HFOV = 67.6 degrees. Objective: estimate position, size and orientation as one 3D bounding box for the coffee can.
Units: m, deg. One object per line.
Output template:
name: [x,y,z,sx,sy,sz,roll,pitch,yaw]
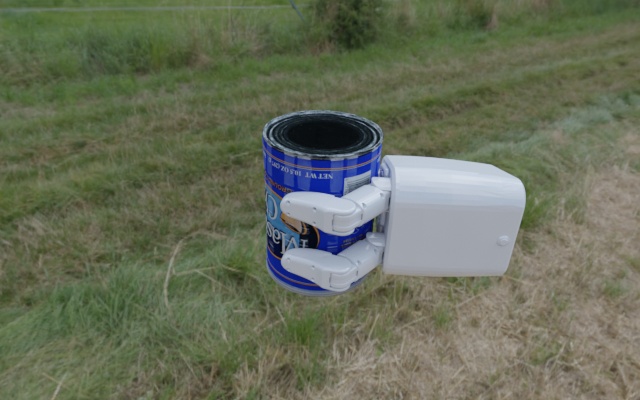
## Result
coffee can: [0.000,0.002,0.438,0.103,0.140,0.102,2,30,-1]
